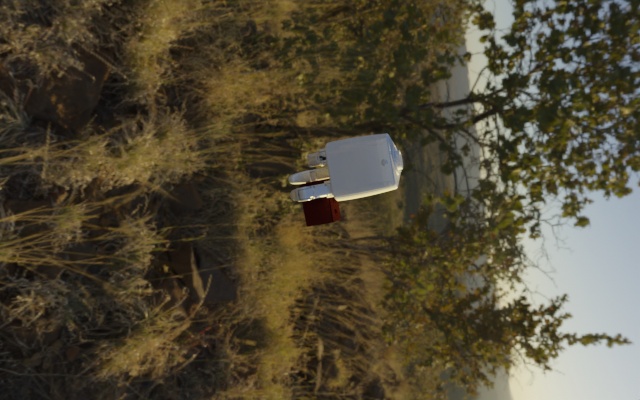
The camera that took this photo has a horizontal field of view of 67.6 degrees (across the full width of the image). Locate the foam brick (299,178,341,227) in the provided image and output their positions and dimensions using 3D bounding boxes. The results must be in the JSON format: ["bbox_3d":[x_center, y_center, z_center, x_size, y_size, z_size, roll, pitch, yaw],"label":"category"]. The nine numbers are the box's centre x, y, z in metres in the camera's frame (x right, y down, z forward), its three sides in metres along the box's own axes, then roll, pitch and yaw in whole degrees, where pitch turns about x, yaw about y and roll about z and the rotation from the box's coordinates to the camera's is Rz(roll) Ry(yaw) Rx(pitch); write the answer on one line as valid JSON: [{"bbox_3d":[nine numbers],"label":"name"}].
[{"bbox_3d":[0.000,0.003,0.841,0.051,0.078,0.053,-9,3,17],"label":"foam brick"}]
